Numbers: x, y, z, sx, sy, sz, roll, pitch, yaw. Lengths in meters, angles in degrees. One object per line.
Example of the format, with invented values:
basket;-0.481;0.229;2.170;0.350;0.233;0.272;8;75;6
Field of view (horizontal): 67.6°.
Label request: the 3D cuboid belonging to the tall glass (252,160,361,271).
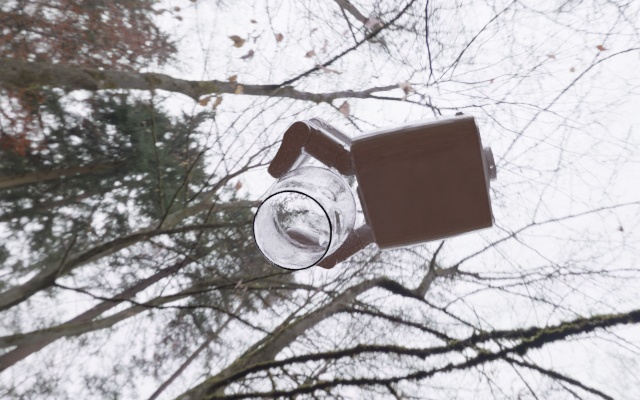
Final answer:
tall glass;0.000;0.001;0.445;0.079;0.079;0.201;0;12;13
